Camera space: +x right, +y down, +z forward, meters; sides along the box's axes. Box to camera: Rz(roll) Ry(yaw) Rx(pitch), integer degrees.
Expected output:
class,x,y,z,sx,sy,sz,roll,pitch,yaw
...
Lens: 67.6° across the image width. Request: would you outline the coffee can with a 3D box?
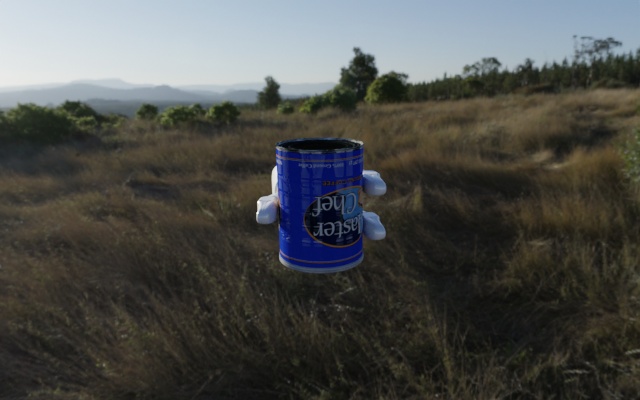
class,x,y,z,sx,sy,sz,roll,pitch,yaw
coffee can,0.000,0.002,0.565,0.103,0.140,0.102,-1,15,0
